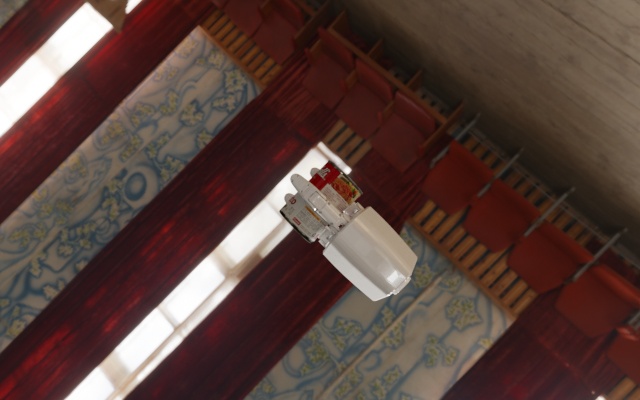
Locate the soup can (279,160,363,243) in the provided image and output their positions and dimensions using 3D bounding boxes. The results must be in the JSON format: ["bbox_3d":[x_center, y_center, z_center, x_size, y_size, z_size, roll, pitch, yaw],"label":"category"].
[{"bbox_3d":[0.000,0.002,0.674,0.102,0.068,0.068,-45,0,0],"label":"soup can"}]
